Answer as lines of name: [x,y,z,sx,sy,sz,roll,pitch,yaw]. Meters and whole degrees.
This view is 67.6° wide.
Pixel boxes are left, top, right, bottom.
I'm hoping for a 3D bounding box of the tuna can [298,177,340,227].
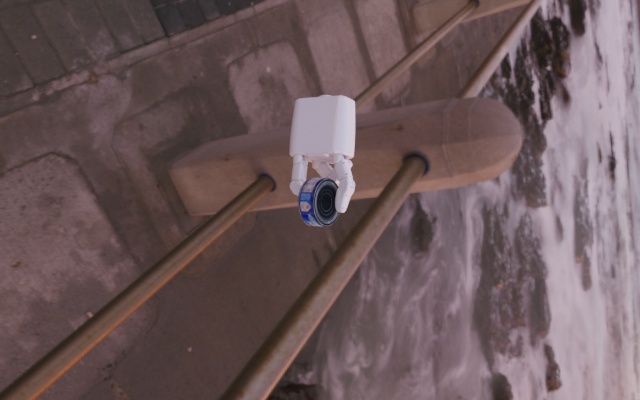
tuna can: [0.001,0.003,0.829,0.034,0.086,0.086,2,1,37]
